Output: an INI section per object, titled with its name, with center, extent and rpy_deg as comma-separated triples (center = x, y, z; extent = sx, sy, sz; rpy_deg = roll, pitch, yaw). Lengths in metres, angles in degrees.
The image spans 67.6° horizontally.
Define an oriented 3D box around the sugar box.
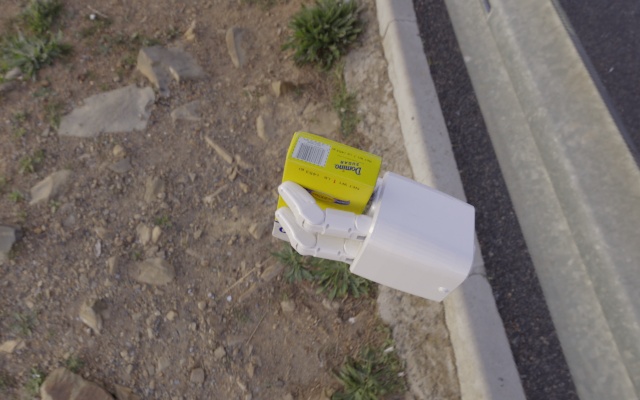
[sugar box]
center = 0.000, 0.002, 0.540
extent = 0.093, 0.048, 0.176
rpy_deg = 19, -33, 1
